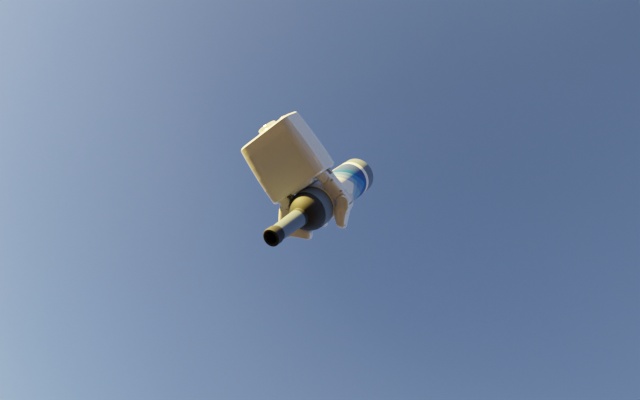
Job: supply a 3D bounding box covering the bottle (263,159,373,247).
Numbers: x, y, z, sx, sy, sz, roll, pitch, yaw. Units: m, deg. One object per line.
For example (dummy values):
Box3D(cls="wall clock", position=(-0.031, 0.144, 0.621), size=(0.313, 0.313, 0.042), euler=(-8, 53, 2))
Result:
Box3D(cls="bottle", position=(0.000, 0.003, 0.787), size=(0.069, 0.069, 0.295), euler=(0, 20, 30))
